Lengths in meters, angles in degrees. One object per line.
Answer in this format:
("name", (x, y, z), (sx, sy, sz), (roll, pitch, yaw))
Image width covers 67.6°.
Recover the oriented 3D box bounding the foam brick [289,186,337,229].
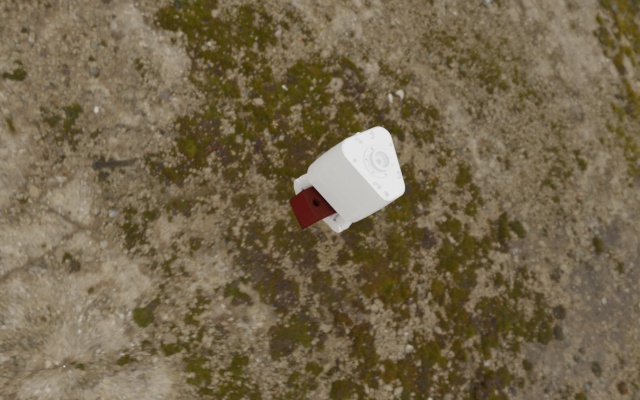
("foam brick", (0.000, 0.003, 0.759), (0.078, 0.053, 0.051), (-26, -5, -32))
